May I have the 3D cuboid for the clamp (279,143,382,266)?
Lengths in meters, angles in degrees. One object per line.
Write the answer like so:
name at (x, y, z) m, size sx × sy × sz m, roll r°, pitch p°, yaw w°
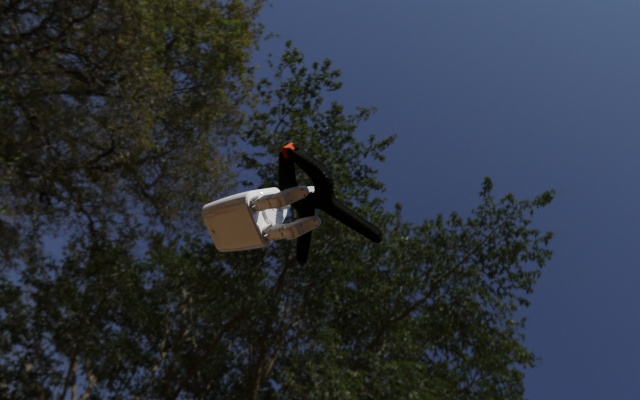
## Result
clamp at (0.000, 0.002, 0.779) m, size 0.164 × 0.210 × 0.036 m, roll -13°, pitch 17°, yaw 26°
